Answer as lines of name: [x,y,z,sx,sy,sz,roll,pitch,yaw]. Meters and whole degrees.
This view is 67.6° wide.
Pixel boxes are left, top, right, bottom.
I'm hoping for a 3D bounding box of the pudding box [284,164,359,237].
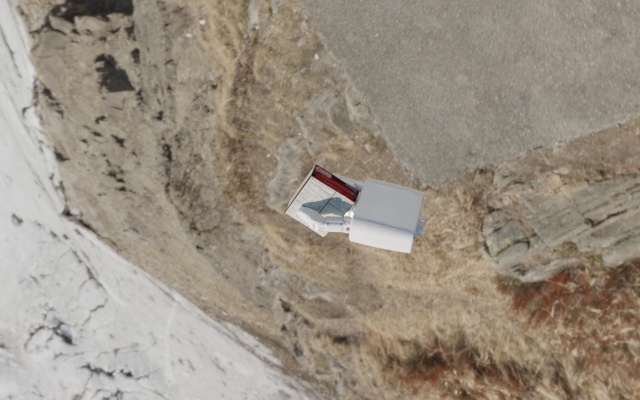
pudding box: [0.000,0.003,0.835,0.090,0.113,0.039,33,39,-7]
